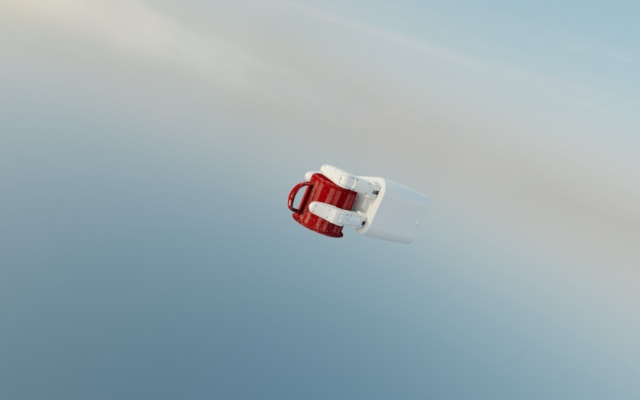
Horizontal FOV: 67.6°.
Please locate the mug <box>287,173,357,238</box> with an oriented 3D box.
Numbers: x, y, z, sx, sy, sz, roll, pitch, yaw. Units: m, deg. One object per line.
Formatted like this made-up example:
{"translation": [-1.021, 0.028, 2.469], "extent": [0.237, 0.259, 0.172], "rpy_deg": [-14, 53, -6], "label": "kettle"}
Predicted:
{"translation": [-0.001, 0.002, 0.784], "extent": [0.117, 0.081, 0.093], "rpy_deg": [16, 12, -30], "label": "mug"}
